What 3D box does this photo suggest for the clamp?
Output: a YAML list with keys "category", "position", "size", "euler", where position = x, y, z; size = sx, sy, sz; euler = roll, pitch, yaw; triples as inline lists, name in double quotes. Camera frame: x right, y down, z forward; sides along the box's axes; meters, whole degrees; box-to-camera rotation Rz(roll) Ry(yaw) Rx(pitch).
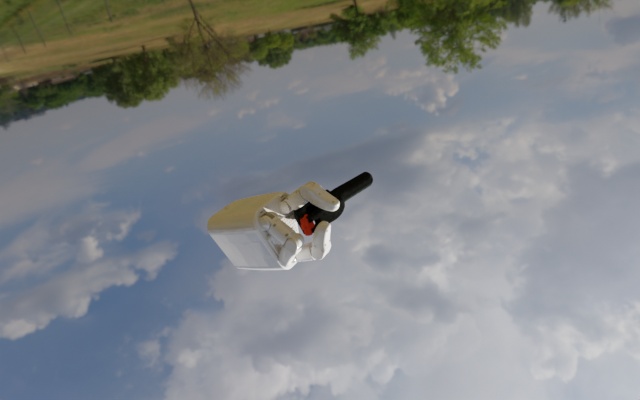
- category: "clamp"
  position: [0.000, 0.003, 0.756]
  size: [0.120, 0.039, 0.171]
  euler: [-12, 17, 37]
